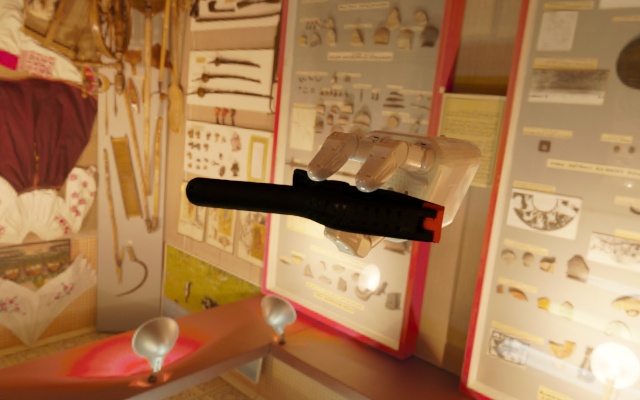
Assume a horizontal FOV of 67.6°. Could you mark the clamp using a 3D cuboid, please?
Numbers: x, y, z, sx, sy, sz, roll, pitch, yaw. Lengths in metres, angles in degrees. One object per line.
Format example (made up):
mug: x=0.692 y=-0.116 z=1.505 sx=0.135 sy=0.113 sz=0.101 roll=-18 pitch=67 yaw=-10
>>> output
clamp: x=0.001 y=0.002 z=0.415 sx=0.210 sy=0.036 sz=0.164 roll=14 pitch=15 yaw=39
